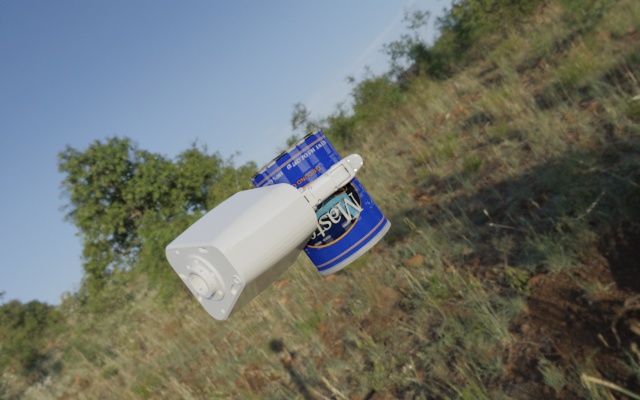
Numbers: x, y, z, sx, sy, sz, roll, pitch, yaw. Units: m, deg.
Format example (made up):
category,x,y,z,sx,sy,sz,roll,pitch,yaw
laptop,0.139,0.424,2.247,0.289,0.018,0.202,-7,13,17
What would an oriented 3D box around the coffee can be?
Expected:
category,x,y,z,sx,sy,sz,roll,pitch,yaw
coffee can,0.000,0.002,0.559,0.103,0.140,0.103,-36,4,3
